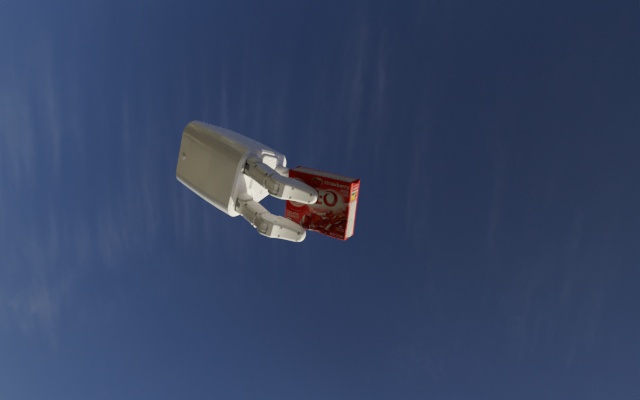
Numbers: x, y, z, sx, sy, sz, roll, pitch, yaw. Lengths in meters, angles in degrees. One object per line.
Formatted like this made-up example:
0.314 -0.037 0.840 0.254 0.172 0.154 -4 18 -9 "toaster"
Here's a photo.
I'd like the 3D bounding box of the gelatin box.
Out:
0.001 0.002 0.593 0.089 0.073 0.030 14 18 24 "gelatin box"
